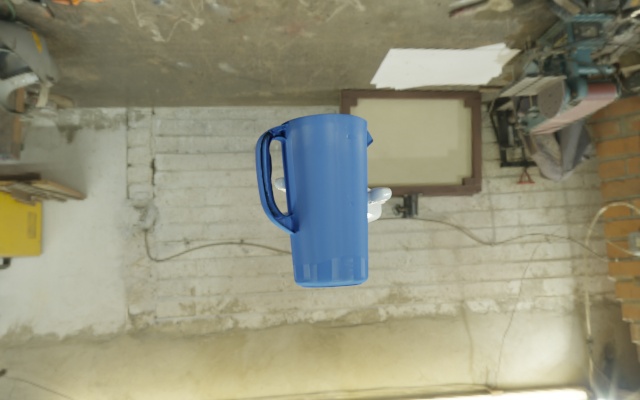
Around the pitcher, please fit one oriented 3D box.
[{"bbox_3d":[0.000,0.002,0.699,0.149,0.243,0.145,-5,-7,17],"label":"pitcher"}]
